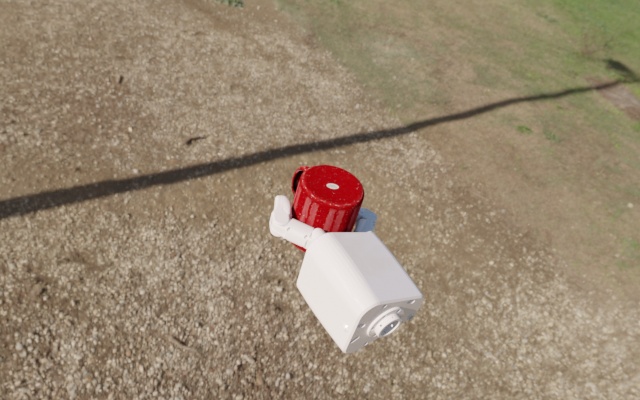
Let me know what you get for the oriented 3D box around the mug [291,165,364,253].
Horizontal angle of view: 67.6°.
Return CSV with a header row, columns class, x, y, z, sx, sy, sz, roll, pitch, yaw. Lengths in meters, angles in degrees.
class,x,y,z,sx,sy,sz,roll,pitch,yaw
mug,-0.001,0.001,0.607,0.093,0.082,0.117,-13,48,-32
